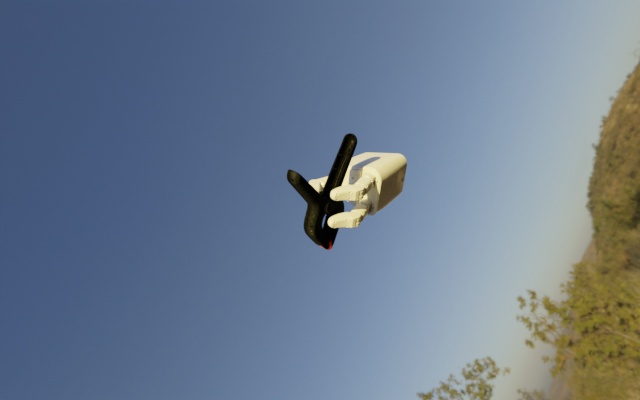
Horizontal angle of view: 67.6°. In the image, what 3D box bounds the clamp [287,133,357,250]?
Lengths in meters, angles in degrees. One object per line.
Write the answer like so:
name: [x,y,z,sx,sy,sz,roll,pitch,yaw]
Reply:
clamp: [0.000,0.003,0.816,0.036,0.210,0.164,26,36,32]
